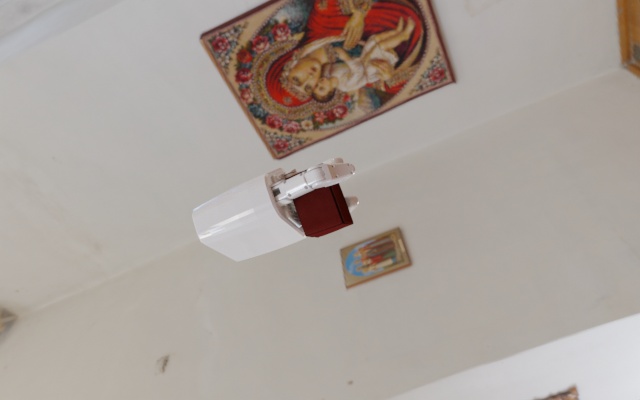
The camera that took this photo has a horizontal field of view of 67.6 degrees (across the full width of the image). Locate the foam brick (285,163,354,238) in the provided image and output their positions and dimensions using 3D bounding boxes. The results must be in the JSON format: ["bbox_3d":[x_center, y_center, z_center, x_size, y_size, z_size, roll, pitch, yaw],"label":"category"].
[{"bbox_3d":[0.000,0.002,0.586,0.051,0.078,0.053,-23,-12,13],"label":"foam brick"}]
